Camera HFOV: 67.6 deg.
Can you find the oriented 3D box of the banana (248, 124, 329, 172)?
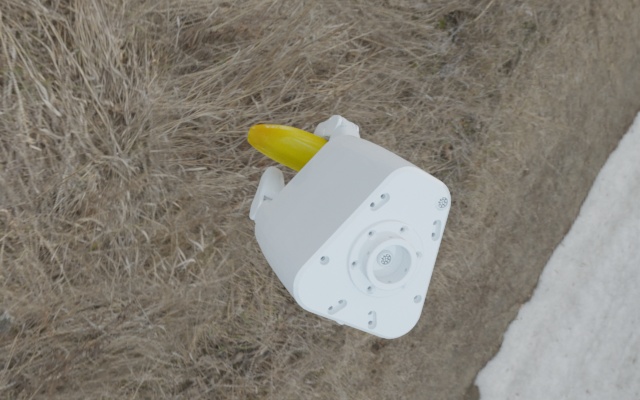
[{"bbox_3d":[0.017,-0.007,0.445,0.069,0.198,0.037,-36,29,6],"label":"banana"}]
